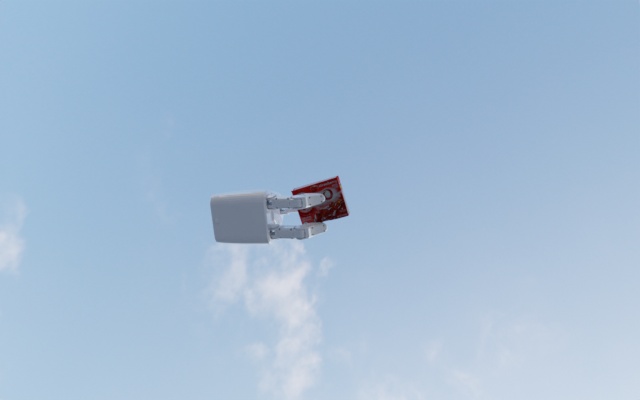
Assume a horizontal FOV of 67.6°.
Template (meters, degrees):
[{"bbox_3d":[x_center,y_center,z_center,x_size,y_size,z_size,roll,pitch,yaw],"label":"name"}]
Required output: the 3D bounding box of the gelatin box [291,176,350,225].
[{"bbox_3d":[0.001,0.003,0.859,0.089,0.073,0.030,-16,8,10],"label":"gelatin box"}]
